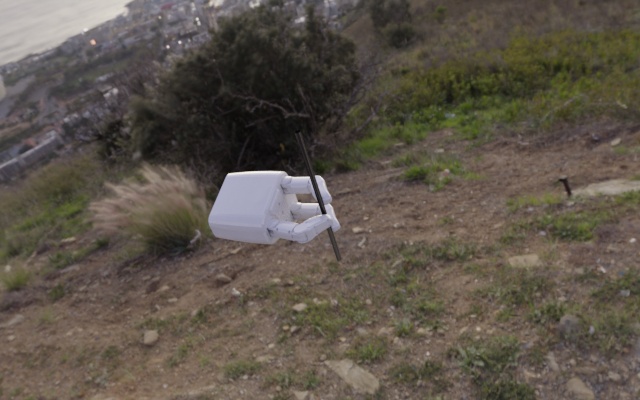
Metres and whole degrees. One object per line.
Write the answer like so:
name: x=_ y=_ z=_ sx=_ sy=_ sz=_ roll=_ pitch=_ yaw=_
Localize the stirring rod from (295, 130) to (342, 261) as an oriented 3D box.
stirring rod: x=0.000 y=0.002 z=0.693 sx=0.011 sy=0.240 sz=0.011 roll=-11 pitch=37 yaw=9
